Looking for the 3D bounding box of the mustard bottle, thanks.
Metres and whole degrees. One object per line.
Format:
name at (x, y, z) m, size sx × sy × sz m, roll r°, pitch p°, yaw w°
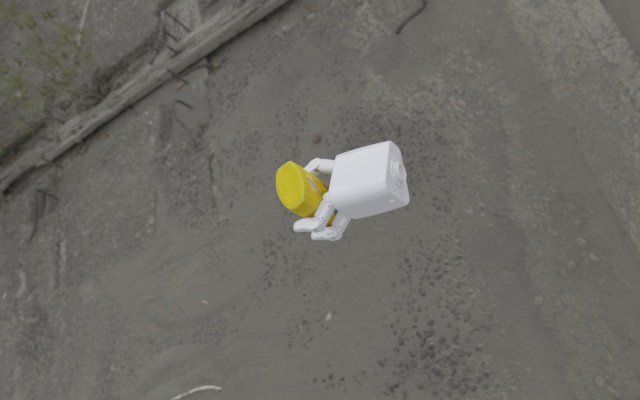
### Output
mustard bottle at (0.000, 0.003, 0.882) m, size 0.058 × 0.096 × 0.192 m, roll -36°, pitch -36°, yaw 19°
